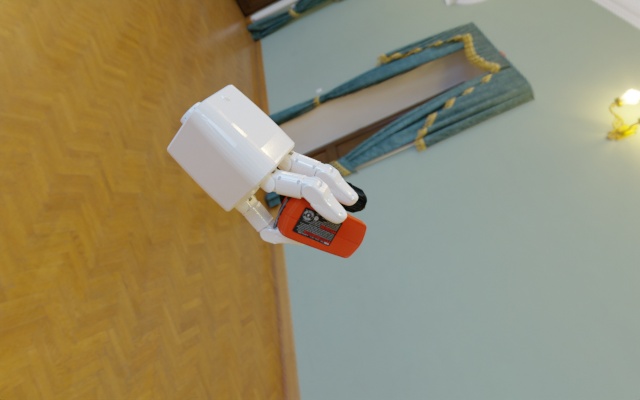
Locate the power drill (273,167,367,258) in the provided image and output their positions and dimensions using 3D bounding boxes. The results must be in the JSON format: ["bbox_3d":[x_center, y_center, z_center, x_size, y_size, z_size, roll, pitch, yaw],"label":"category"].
[{"bbox_3d":[0.000,0.002,0.641,0.184,0.057,0.187,21,18,-20],"label":"power drill"}]
